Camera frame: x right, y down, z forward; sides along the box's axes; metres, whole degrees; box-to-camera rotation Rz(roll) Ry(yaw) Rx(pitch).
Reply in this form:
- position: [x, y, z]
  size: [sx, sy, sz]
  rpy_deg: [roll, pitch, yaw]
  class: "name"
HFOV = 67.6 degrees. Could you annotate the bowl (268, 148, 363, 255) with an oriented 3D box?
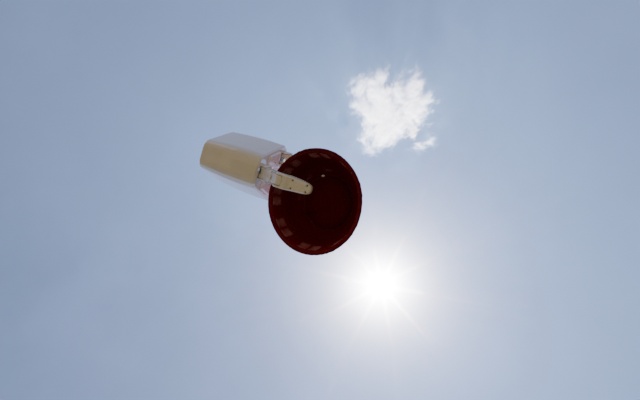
- position: [0.001, 0.003, 0.738]
  size: [0.162, 0.162, 0.055]
  rpy_deg: [0, -2, 28]
  class: "bowl"
